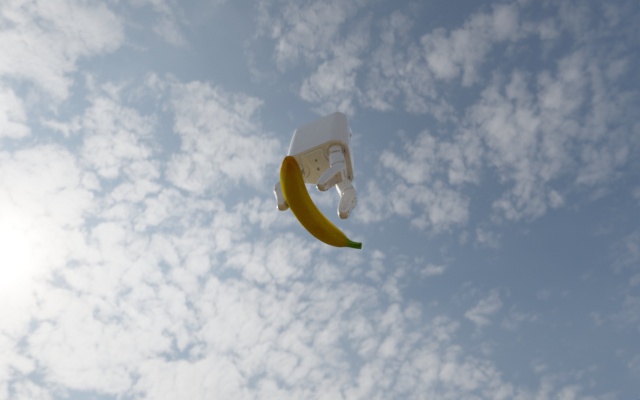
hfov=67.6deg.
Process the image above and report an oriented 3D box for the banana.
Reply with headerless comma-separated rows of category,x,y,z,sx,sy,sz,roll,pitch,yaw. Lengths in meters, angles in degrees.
banana,-0.013,0.011,0.737,0.069,0.198,0.037,-23,32,29
